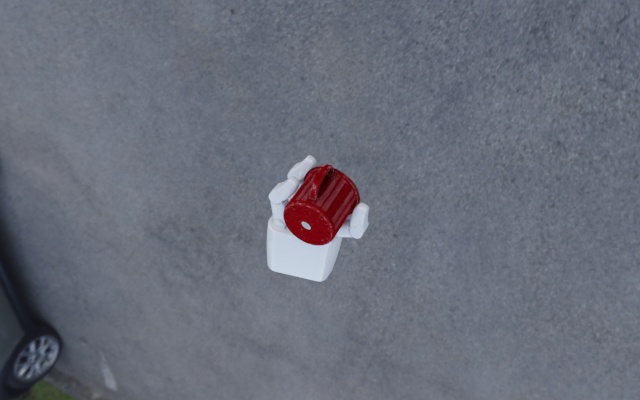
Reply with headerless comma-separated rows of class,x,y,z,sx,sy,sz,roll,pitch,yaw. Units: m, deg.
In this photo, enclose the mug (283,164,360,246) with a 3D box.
mug,0.000,0.001,0.678,0.093,0.117,0.081,22,47,15
